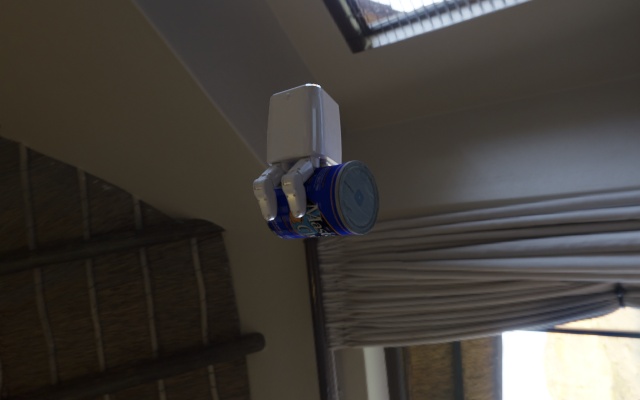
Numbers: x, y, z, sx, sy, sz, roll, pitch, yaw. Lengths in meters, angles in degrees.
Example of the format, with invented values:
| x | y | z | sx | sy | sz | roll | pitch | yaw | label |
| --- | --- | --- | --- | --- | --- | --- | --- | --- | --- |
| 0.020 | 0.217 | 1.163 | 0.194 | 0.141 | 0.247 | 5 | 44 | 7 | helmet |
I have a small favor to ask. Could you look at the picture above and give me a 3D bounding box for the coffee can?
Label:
| x | y | z | sx | sy | sz | roll | pitch | yaw | label |
| --- | --- | --- | --- | --- | --- | --- | --- | --- | --- |
| 0.000 | 0.002 | 0.700 | 0.140 | 0.103 | 0.103 | -7 | -4 | 37 | coffee can |
